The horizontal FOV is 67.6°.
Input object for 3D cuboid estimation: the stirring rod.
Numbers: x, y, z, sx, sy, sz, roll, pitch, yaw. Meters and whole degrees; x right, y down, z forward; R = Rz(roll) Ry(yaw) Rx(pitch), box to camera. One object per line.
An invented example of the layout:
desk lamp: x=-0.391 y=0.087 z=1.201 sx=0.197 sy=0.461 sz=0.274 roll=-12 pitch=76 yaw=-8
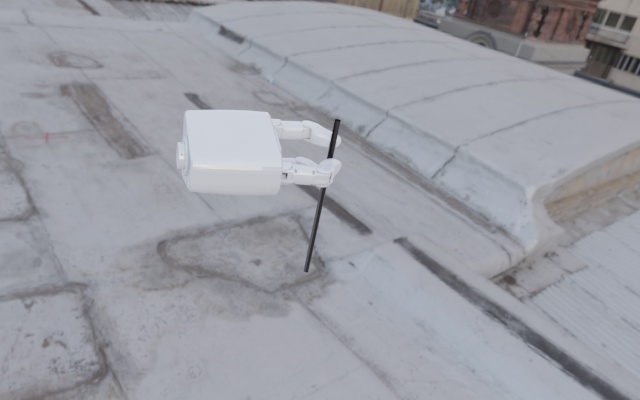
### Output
stirring rod: x=0.000 y=0.002 z=0.660 sx=0.011 sy=0.240 sz=0.011 roll=9 pitch=29 yaw=-5
